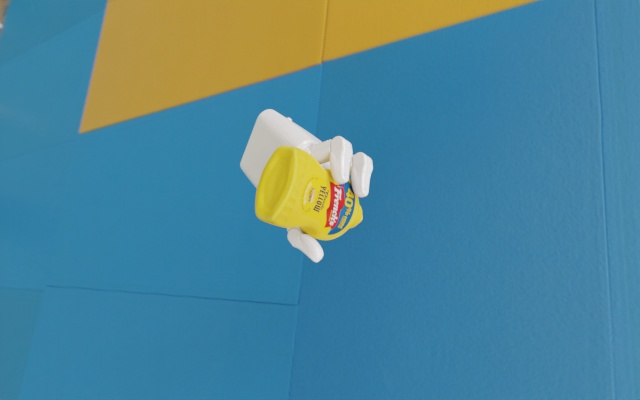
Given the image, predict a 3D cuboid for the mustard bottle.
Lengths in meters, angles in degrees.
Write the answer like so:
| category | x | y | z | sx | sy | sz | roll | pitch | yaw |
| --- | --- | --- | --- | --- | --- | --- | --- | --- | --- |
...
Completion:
| category | x | y | z | sx | sy | sz | roll | pitch | yaw |
| --- | --- | --- | --- | --- | --- | --- | --- | --- | --- |
| mustard bottle | 0.000 | 0.002 | 0.635 | 0.058 | 0.096 | 0.192 | 13 | -7 | 38 |
